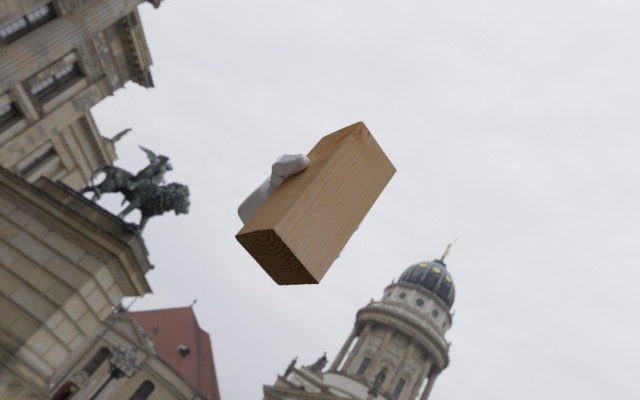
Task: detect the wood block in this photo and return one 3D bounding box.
[{"bbox_3d":[0.000,0.002,0.614,0.090,0.091,0.206,-14,31,50],"label":"wood block"}]
